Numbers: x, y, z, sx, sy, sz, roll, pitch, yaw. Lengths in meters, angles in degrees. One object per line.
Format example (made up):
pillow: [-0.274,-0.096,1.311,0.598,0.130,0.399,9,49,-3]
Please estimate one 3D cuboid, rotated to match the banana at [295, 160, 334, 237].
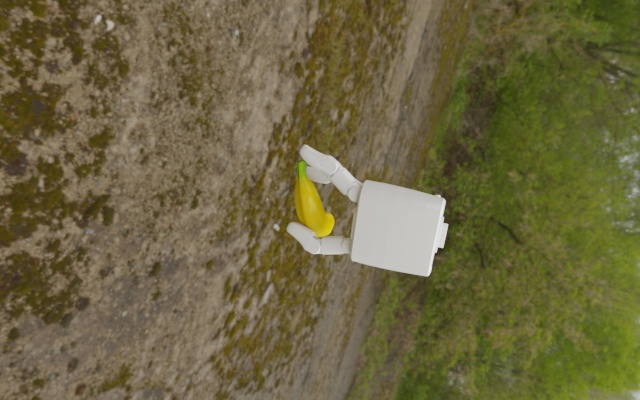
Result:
banana: [-0.005,0.018,0.708,0.037,0.069,0.198,9,-23,15]
